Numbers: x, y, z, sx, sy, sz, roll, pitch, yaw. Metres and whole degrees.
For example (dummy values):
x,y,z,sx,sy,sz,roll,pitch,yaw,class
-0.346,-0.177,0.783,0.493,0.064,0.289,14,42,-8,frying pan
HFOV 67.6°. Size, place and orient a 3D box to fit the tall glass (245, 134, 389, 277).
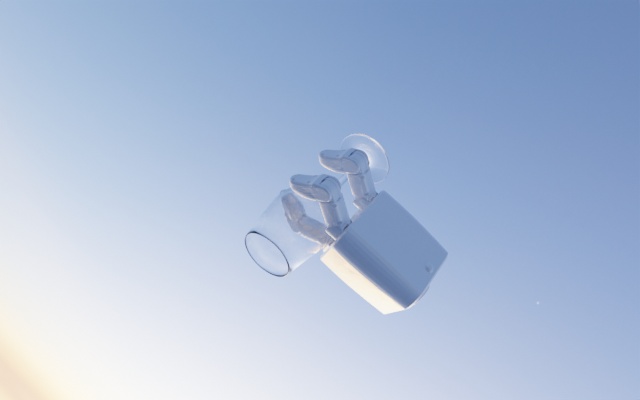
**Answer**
x,y,z,sx,sy,sz,roll,pitch,yaw,class
0.000,0.001,0.563,0.079,0.079,0.201,0,34,45,tall glass
